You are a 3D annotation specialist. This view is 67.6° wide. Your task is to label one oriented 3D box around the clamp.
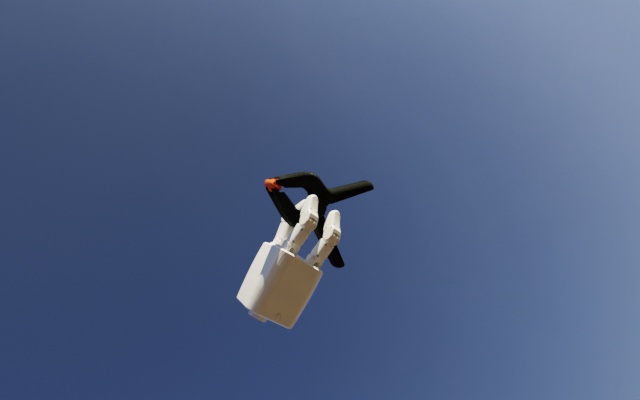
[{"bbox_3d":[-0.001,0.002,0.807,0.210,0.164,0.036,35,-14,-34],"label":"clamp"}]
